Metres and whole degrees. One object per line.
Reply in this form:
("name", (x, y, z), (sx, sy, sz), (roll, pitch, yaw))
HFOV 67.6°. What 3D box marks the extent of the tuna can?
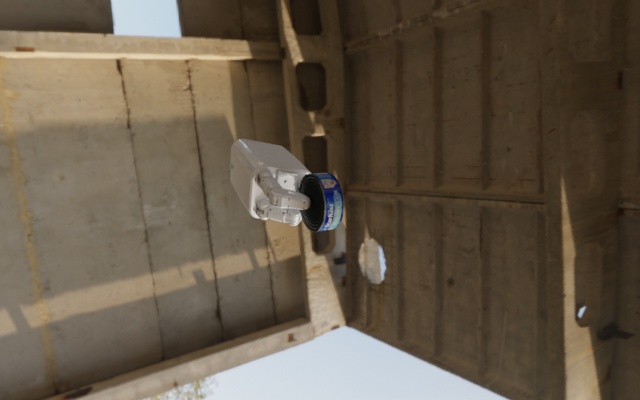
("tuna can", (0.001, 0.002, 0.700), (0.034, 0.086, 0.086), (-6, 3, -27))
